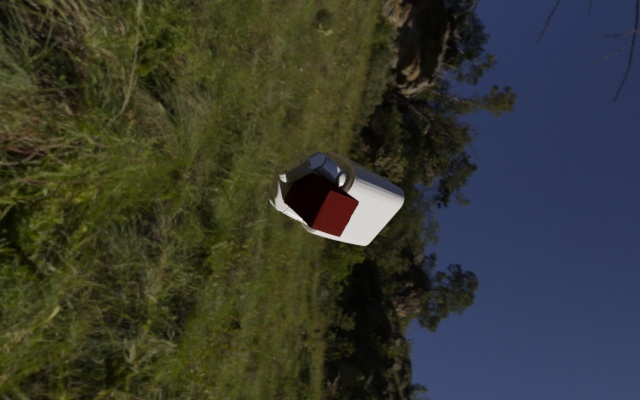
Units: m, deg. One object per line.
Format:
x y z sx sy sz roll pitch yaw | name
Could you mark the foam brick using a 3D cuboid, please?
0.000 0.002 0.594 0.051 0.053 0.078 22 11 -36 | foam brick
